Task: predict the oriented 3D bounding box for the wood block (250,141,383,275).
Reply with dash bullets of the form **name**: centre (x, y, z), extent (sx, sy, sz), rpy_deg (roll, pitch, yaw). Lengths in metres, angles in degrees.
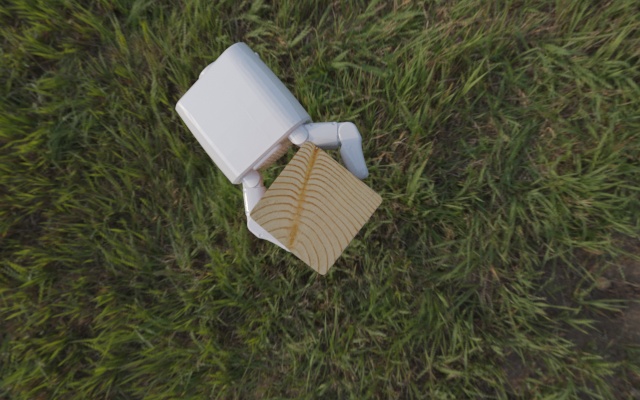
- **wood block**: centre (0.000, 0.002, 0.529), extent (0.090, 0.091, 0.206), rpy_deg (39, 4, 0)
